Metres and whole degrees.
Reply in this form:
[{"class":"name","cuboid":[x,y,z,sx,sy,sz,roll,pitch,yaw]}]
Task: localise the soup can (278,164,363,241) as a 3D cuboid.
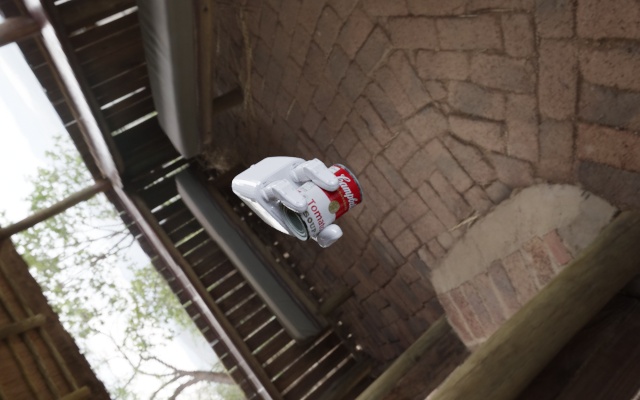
[{"class":"soup can","cuboid":[0.000,0.003,0.675,0.102,0.068,0.068,-34,14,-22]}]
